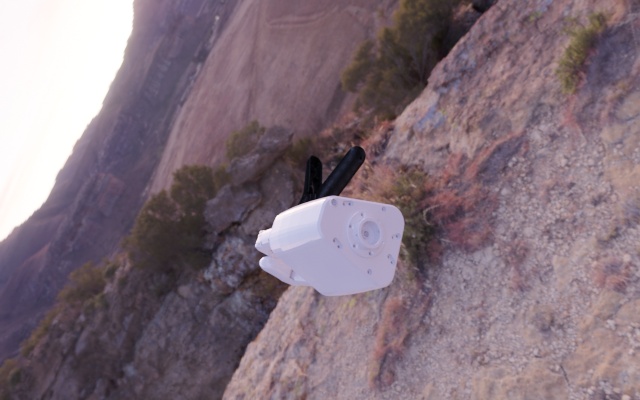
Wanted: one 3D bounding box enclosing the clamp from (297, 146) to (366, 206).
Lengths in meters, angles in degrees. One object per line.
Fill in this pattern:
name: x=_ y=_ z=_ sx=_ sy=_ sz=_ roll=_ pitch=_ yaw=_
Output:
clamp: x=-0.001 y=0.002 z=0.625 sx=0.039 sy=0.171 sz=0.120 roll=26 pitch=-25 yaw=-24
